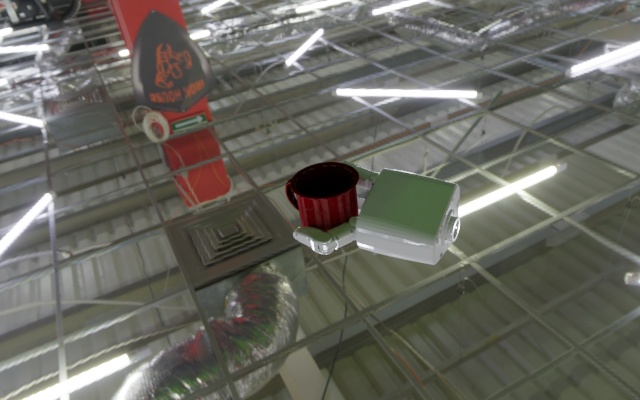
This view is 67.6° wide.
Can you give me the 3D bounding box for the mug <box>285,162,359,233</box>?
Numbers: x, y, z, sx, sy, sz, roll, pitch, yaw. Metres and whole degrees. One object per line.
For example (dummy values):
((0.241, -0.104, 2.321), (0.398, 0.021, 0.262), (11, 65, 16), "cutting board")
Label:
((-0.001, 0.002, 0.665), (0.117, 0.082, 0.093), (13, 40, 30), "mug")
